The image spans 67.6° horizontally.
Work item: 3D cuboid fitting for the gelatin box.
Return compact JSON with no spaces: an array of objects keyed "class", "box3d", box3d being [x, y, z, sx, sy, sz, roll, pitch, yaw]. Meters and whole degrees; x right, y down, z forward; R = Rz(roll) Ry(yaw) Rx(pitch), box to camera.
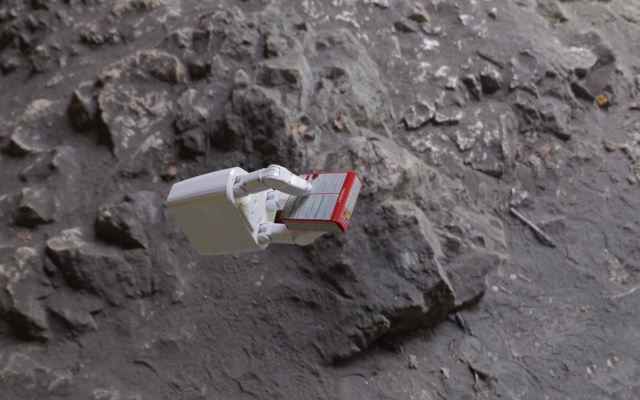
[{"class":"gelatin box","box3d":[0.000,0.002,0.596,0.089,0.073,0.030,-1,-35,36]}]
